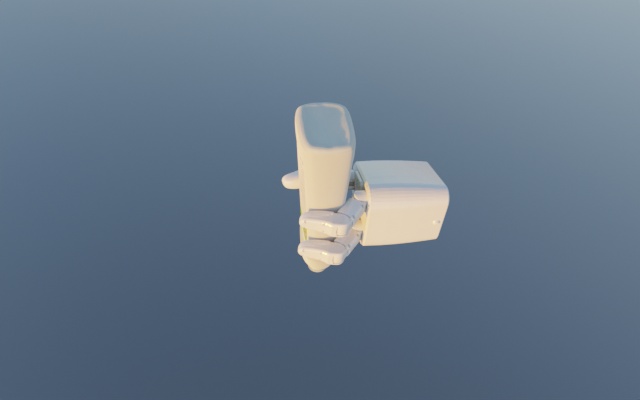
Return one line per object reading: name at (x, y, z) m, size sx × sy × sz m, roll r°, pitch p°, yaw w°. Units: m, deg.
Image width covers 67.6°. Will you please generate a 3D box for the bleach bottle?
bleach bottle at (0.000, 0.002, 0.639) m, size 0.068 × 0.251 × 0.102 m, roll -3°, pitch 45°, yaw -6°
